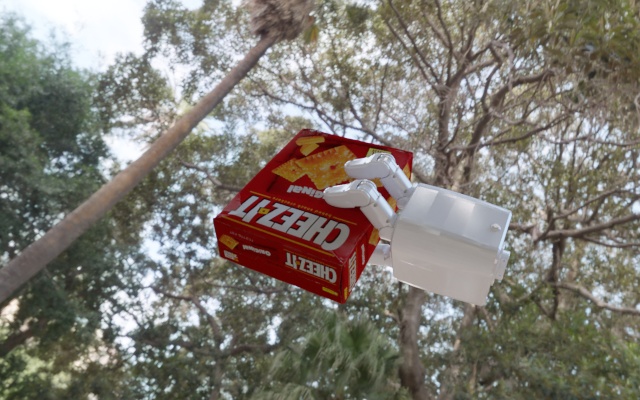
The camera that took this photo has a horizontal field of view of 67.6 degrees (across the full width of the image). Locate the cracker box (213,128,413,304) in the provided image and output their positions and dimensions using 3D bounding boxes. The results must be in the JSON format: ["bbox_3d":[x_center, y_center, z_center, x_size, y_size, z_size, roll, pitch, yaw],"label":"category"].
[{"bbox_3d":[0.000,0.002,0.581,0.164,0.072,0.213,17,43,22],"label":"cracker box"}]
